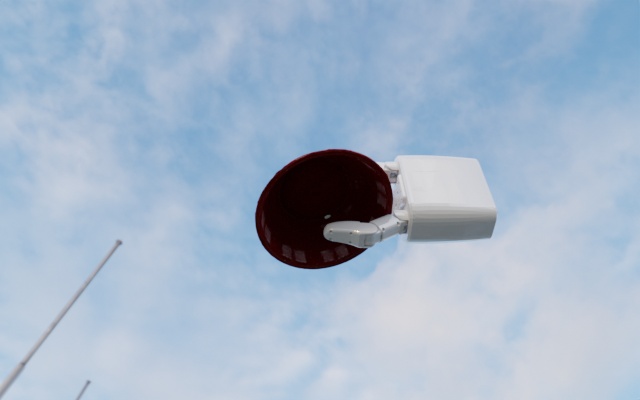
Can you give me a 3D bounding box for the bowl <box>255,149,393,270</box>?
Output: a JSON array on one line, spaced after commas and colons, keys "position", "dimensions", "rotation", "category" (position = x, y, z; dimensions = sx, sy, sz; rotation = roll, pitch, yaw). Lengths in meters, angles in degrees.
[{"position": [-0.001, 0.001, 0.558], "dimensions": [0.162, 0.162, 0.055], "rotation": [0, 32, -18], "category": "bowl"}]
